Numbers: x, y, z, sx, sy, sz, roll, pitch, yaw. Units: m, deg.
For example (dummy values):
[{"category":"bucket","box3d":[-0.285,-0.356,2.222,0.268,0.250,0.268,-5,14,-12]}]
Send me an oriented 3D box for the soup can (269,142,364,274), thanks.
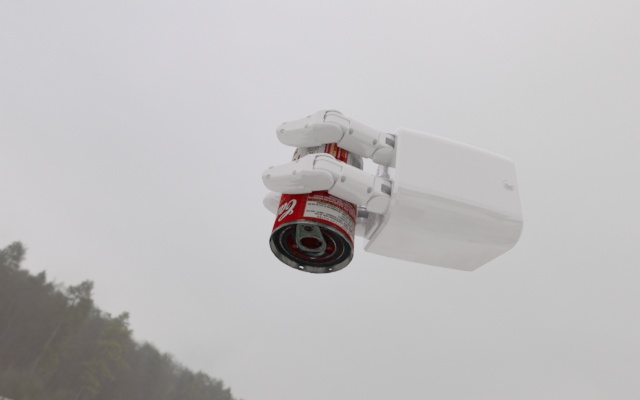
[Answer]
[{"category":"soup can","box3d":[0.000,0.001,0.409,0.068,0.102,0.069,7,-41,6]}]
